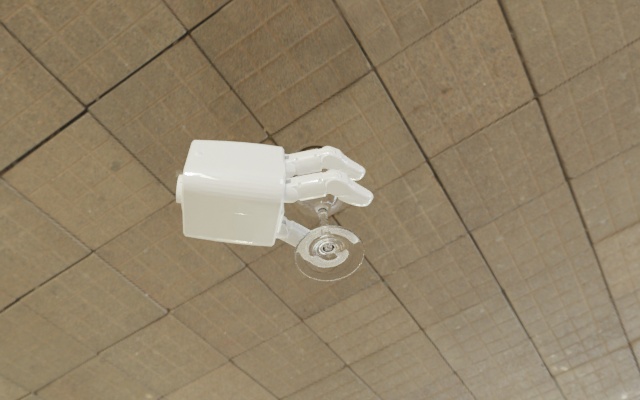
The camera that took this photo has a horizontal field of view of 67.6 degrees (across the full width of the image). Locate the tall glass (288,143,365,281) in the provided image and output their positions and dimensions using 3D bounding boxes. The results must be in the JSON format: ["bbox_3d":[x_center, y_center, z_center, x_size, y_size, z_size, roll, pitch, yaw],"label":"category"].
[{"bbox_3d":[0.000,0.002,0.580,0.079,0.079,0.201,0,34,-6],"label":"tall glass"}]
